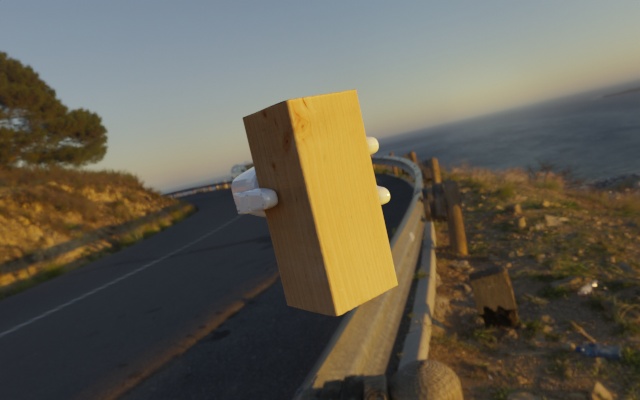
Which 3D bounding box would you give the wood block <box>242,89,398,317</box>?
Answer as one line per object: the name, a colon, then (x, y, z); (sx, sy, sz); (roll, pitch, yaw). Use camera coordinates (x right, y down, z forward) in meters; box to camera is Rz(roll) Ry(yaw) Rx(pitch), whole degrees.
wood block: (0.000, 0.002, 0.495); (0.091, 0.206, 0.090); (-18, 8, -36)
